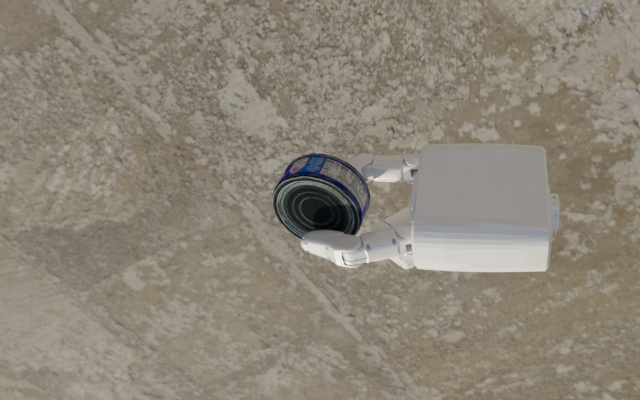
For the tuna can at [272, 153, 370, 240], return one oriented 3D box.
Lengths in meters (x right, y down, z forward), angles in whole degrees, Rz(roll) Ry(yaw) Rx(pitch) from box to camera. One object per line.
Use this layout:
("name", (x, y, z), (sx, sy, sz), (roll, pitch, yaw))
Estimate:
("tuna can", (0.000, 0.002, 0.436), (0.086, 0.086, 0.033), (0, 39, 24))
